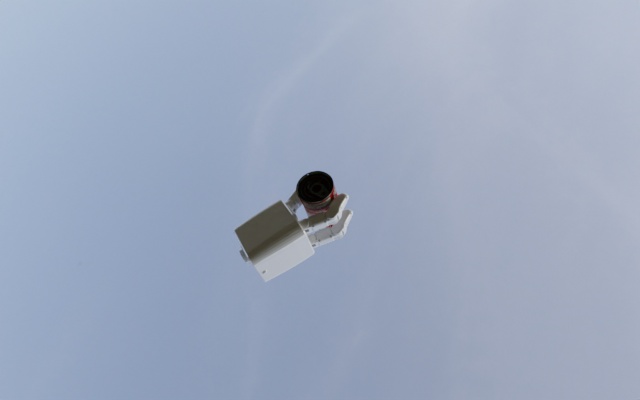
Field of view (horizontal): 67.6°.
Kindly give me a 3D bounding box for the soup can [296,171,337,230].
[{"bbox_3d":[0.001,0.003,0.875,0.068,0.068,0.102,0,-33,14],"label":"soup can"}]
